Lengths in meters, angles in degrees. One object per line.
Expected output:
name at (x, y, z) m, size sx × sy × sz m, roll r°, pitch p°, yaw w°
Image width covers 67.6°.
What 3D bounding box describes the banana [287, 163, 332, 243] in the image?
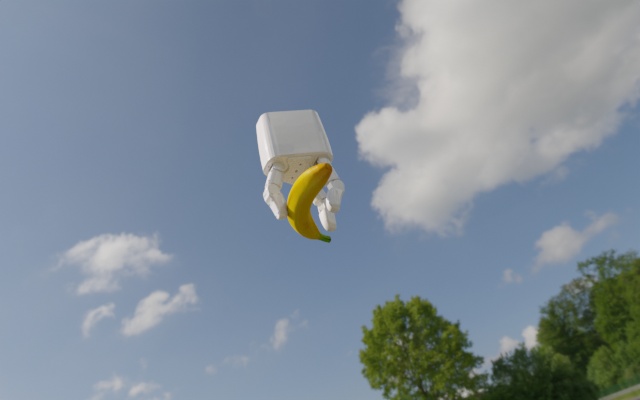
banana at (-0.018, 0.007, 0.729) m, size 0.069 × 0.037 × 0.198 m, roll -7°, pitch -34°, yaw -4°
